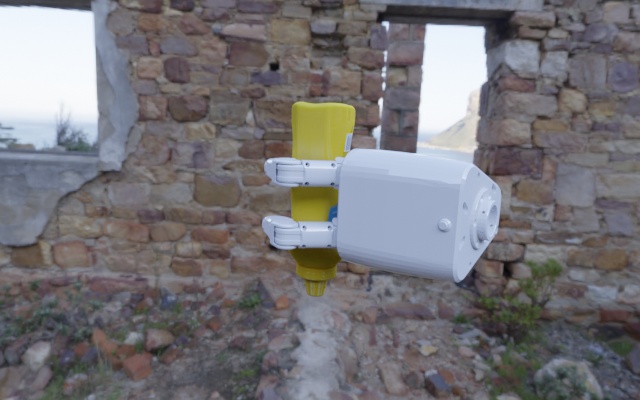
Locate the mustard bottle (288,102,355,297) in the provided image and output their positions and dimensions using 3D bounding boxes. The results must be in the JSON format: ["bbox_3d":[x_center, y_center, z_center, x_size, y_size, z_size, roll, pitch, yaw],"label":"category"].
[{"bbox_3d":[0.000,0.001,0.474,0.058,0.191,0.096,4,9,11],"label":"mustard bottle"}]
